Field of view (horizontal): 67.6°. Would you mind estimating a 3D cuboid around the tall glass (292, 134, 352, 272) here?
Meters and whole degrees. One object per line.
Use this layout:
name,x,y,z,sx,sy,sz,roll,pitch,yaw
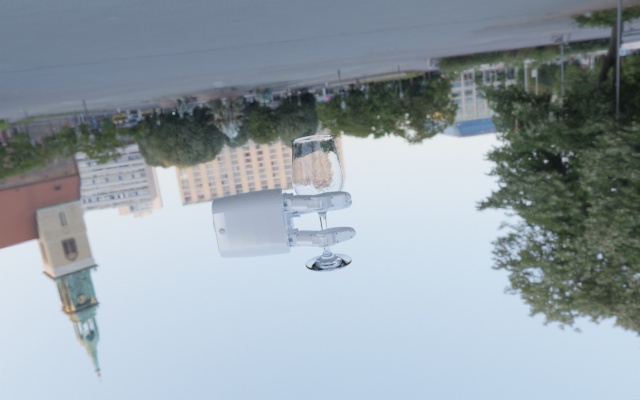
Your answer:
tall glass,0.000,0.003,0.734,0.079,0.201,0.079,-7,13,2
